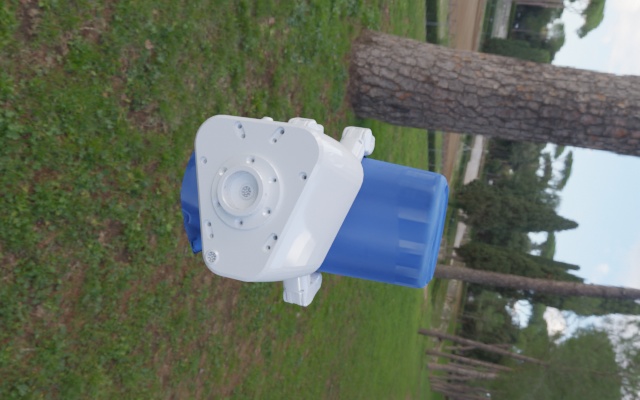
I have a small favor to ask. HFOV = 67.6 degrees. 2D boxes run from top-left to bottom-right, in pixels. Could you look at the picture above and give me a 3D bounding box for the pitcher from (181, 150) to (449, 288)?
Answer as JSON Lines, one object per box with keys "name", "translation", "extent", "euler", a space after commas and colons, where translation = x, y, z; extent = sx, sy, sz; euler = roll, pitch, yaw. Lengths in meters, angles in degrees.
{"name": "pitcher", "translation": [0.000, 0.002, 0.483], "extent": [0.243, 0.149, 0.145], "euler": [11, -3, 17]}
